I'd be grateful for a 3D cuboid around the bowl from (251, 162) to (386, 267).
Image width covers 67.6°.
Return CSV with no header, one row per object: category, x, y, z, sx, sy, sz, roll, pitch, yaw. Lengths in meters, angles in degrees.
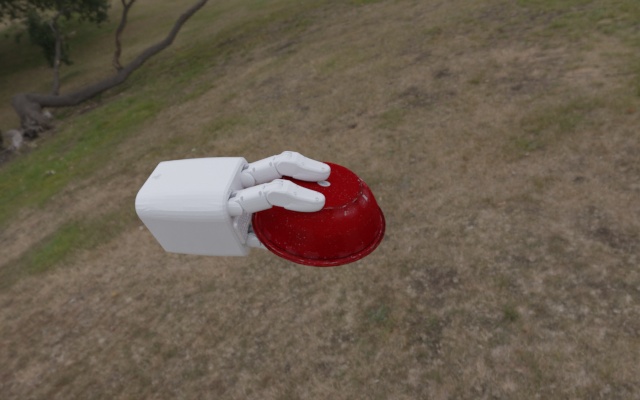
bowl,0.001,0.001,0.560,0.162,0.055,0.162,3,38,-3
